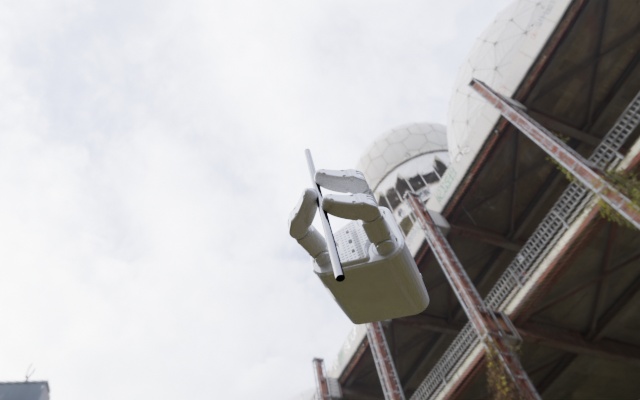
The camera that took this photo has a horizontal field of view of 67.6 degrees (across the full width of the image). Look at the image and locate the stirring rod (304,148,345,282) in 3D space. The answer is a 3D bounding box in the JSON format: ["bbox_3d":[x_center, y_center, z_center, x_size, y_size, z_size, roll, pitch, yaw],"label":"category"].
[{"bbox_3d":[0.000,0.002,0.502,0.011,0.011,0.239,0,32,-9],"label":"stirring rod"}]
